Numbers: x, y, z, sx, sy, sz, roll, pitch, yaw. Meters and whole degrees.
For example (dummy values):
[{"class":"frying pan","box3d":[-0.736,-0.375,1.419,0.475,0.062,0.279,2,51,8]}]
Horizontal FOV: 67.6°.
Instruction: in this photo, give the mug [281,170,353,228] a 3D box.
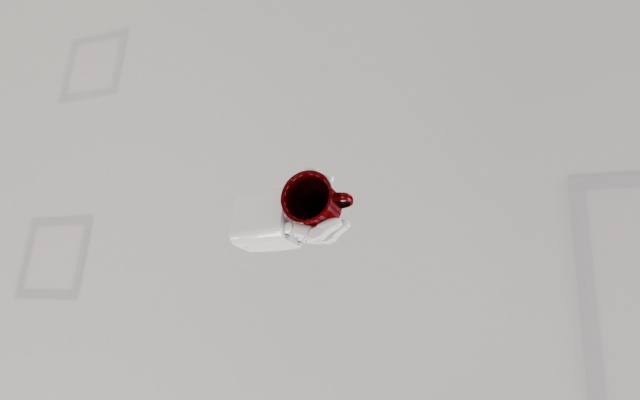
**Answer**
[{"class":"mug","box3d":[0.002,0.003,0.831,0.117,0.093,0.081,-8,-19,18]}]
